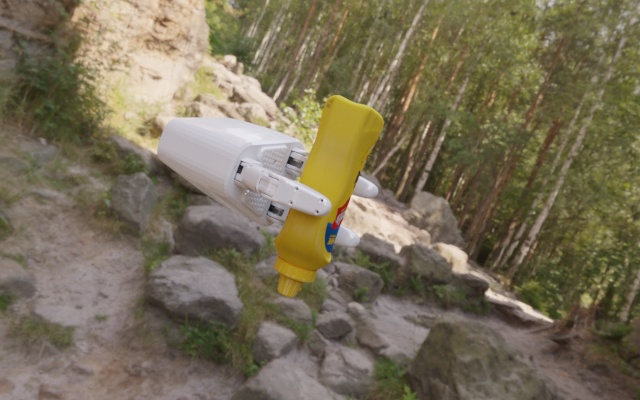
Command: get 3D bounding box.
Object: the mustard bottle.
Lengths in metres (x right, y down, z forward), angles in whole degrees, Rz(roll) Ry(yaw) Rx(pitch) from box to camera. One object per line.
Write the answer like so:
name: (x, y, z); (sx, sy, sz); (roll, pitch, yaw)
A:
mustard bottle: (0.000, 0.001, 0.458); (0.058, 0.191, 0.096); (22, 3, 6)
